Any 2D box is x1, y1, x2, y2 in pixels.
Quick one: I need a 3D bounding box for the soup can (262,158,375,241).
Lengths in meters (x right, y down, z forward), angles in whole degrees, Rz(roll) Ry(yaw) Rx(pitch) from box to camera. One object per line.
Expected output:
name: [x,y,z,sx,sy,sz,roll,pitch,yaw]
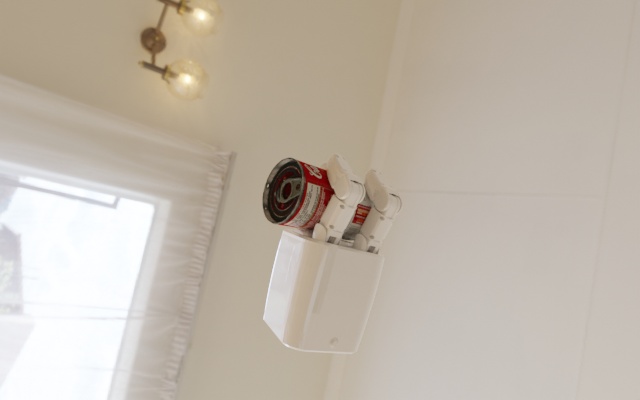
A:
soup can: [0.000,0.001,0.502,0.102,0.068,0.068,17,-10,-37]
